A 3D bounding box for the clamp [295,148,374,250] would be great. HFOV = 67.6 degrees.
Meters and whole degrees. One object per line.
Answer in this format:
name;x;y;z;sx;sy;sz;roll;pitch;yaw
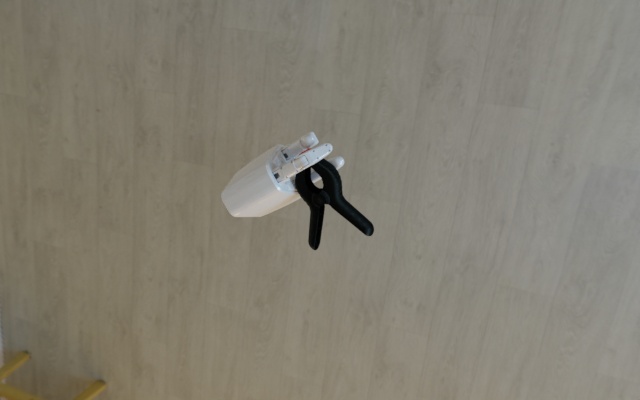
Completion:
clamp;0.000;0.003;0.781;0.120;0.171;0.039;-28;4;24
